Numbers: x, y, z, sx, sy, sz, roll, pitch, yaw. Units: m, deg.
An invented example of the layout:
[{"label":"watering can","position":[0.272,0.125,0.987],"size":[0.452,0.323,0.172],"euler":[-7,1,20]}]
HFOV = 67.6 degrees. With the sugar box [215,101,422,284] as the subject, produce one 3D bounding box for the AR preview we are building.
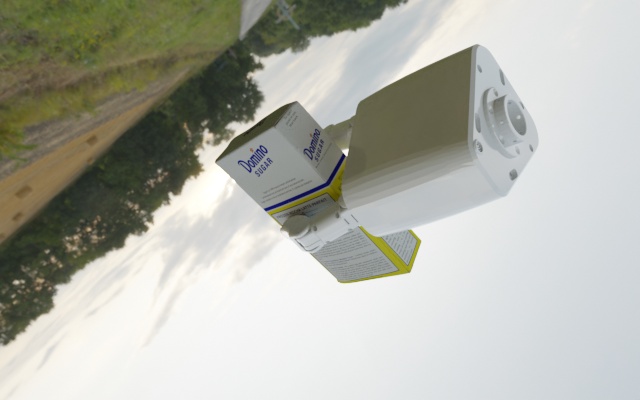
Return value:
[{"label":"sugar box","position":[0.000,0.001,0.426],"size":[0.093,0.176,0.048],"euler":[-20,29,45]}]
